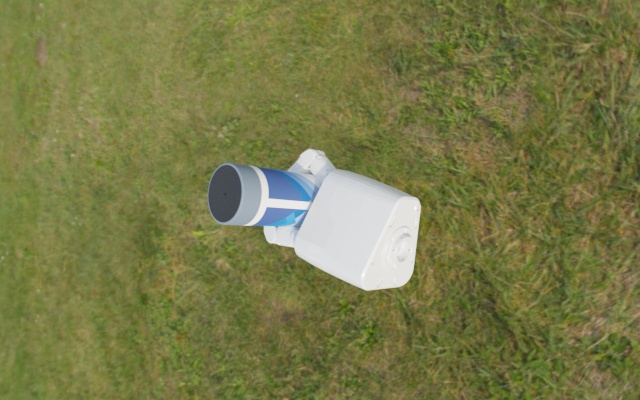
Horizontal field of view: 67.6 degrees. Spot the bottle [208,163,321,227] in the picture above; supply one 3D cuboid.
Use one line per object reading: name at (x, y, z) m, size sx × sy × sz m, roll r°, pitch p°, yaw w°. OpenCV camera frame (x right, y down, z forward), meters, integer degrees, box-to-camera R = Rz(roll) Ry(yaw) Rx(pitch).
bottle at (0.000, 0.002, 0.614) m, size 0.069 × 0.069 × 0.296 m, roll 0°, pitch -4°, yaw 44°
